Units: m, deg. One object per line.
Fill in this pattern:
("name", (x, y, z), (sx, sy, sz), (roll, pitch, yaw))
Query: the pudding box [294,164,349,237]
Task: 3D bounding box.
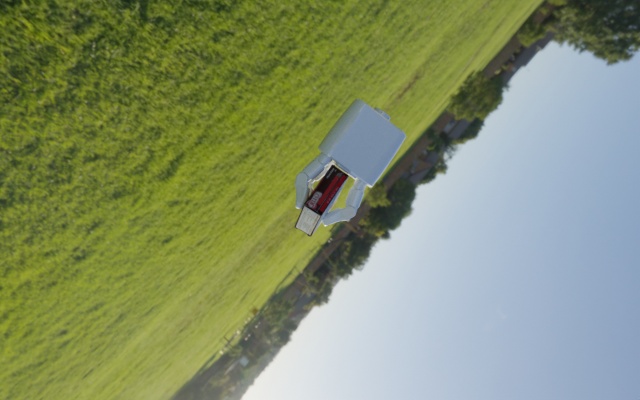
("pudding box", (0.000, 0.003, 0.807), (0.039, 0.090, 0.113), (33, -25, 5))
